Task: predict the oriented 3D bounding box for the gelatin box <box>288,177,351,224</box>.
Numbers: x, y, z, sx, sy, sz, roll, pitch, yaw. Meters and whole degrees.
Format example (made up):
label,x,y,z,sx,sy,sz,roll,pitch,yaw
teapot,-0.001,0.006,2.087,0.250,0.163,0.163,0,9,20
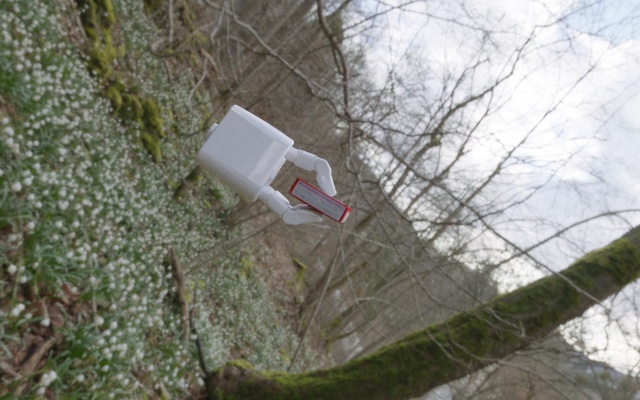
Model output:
label,x,y,z,sx,sy,sz,roll,pitch,yaw
gelatin box,0.001,0.002,0.723,0.089,0.030,0.073,30,0,8
